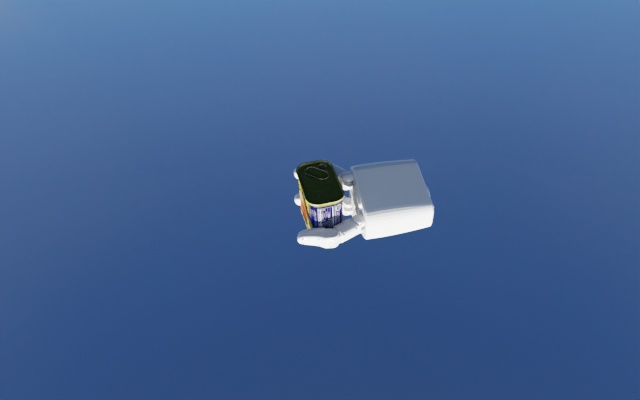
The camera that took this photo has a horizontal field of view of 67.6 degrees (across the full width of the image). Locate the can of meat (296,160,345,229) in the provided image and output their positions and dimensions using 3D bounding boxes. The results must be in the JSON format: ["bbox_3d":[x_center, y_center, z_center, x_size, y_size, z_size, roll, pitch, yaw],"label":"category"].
[{"bbox_3d":[0.000,0.003,0.728,0.057,0.084,0.102,-11,42,-9],"label":"can of meat"}]
